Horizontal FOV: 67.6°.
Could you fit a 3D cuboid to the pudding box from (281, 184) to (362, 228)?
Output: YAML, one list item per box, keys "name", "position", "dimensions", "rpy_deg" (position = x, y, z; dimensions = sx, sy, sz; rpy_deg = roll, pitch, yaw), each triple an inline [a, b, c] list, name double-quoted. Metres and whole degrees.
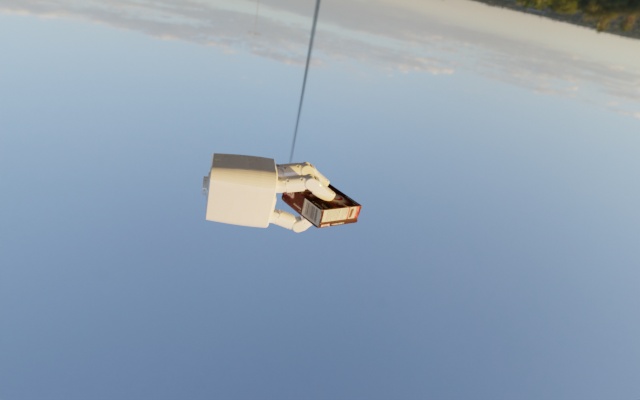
- name: "pudding box"
  position: [0.000, 0.003, 0.822]
  dimensions: [0.090, 0.039, 0.113]
  rpy_deg: [-7, 32, -38]
